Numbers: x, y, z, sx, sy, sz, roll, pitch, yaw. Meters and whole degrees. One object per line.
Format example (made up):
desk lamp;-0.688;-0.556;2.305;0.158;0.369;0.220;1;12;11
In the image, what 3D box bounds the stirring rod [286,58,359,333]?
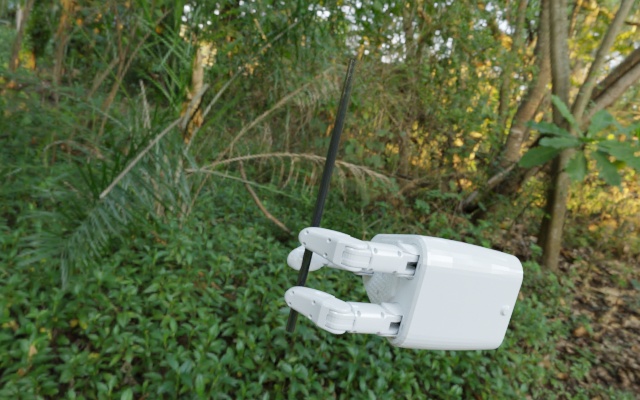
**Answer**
stirring rod;0.000;0.001;0.407;0.011;0.239;0.011;13;10;-2
